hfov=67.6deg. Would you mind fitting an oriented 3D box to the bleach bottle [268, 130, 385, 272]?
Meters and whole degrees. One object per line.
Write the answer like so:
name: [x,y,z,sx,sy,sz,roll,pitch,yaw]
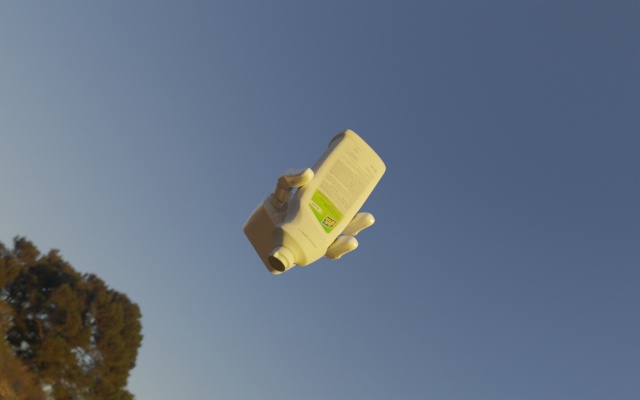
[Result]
bleach bottle: [0.000,0.002,0.697,0.250,0.102,0.068,-50,5,-39]
